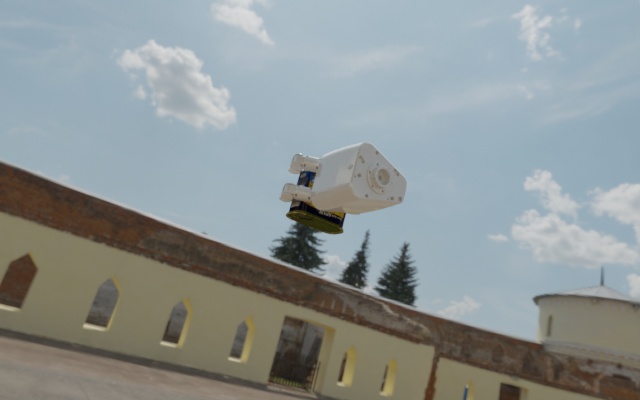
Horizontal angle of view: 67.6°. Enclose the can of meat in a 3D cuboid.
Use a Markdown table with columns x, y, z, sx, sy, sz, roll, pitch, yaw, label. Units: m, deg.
| x | y | z | sx | sy | sz | roll | pitch | yaw | label |
| --- | --- | --- | --- | --- | --- | --- | --- | --- | --- |
| 0.000 | 0.002 | 0.832 | 0.102 | 0.084 | 0.057 | 23 | -19 | -24 | can of meat |
